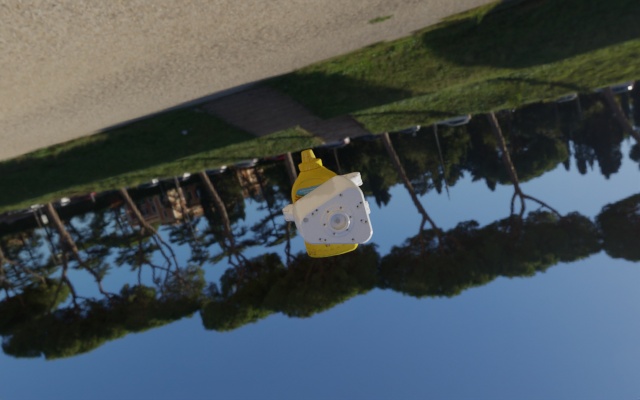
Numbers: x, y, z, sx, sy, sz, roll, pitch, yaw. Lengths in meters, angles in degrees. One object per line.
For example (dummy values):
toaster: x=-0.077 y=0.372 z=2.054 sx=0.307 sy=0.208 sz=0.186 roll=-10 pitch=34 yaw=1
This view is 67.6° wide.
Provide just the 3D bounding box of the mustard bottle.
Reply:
mustard bottle: x=0.000 y=0.003 z=0.859 sx=0.096 sy=0.192 sz=0.058 roll=-12 pitch=12 yaw=20
